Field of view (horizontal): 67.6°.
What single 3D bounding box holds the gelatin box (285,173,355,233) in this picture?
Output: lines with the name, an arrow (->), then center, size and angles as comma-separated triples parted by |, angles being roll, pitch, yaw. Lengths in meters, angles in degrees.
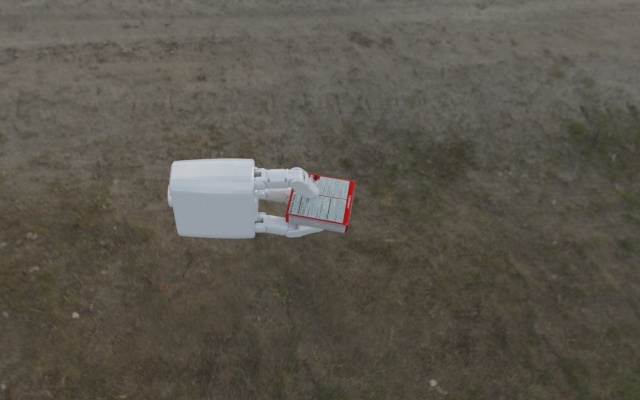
gelatin box -> 0.000, 0.002, 0.678 | 0.089, 0.073, 0.030 | 9, -30, 3
